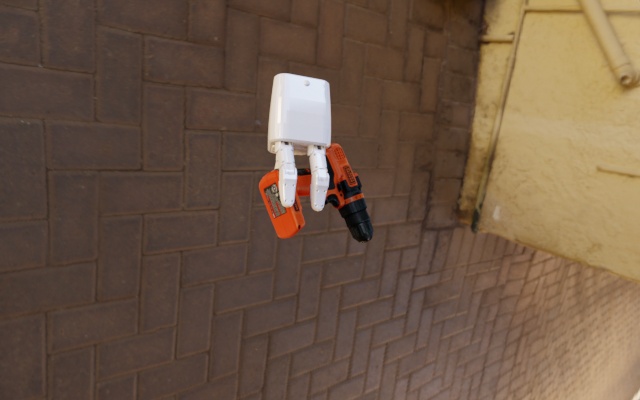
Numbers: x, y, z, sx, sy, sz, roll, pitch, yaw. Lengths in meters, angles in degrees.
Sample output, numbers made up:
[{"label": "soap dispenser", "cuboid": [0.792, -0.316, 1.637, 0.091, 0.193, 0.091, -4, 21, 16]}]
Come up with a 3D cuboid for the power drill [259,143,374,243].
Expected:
[{"label": "power drill", "cuboid": [0.000, 0.002, 0.795, 0.187, 0.184, 0.057, -18, -8, -46]}]
